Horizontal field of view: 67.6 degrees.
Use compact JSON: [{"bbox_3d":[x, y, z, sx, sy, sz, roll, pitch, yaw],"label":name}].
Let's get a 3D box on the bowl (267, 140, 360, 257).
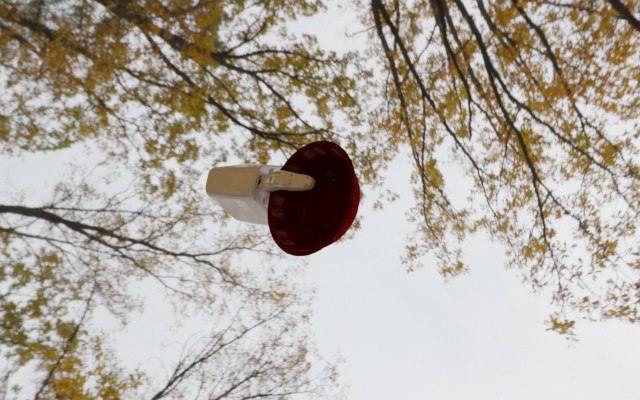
[{"bbox_3d":[0.001,0.003,0.657,0.162,0.162,0.055,0,-16,44],"label":"bowl"}]
